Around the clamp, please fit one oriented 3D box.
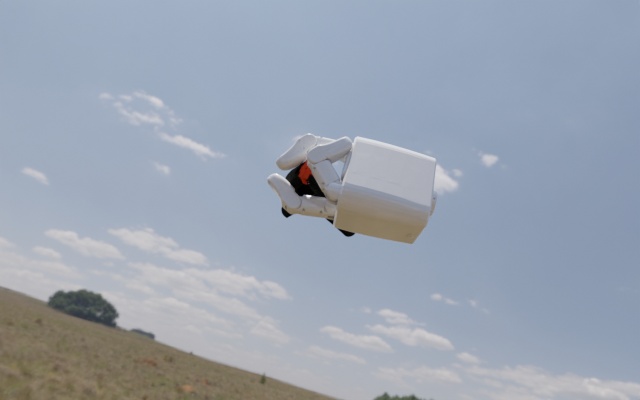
[{"bbox_3d":[0.000,0.002,0.667,0.120,0.039,0.171,15,-21,4],"label":"clamp"}]
